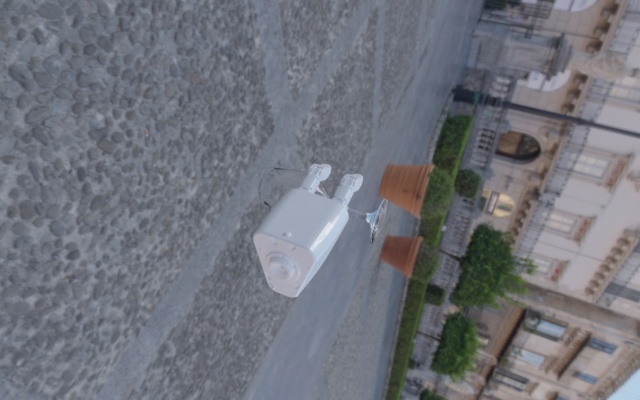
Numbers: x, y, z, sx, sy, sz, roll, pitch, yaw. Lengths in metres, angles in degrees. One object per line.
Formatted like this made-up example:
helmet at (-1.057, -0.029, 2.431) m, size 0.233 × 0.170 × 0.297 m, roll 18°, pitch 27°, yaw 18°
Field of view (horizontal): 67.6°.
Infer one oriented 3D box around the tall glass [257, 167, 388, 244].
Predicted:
tall glass at (0.001, 0.003, 0.762) m, size 0.201 × 0.079 × 0.079 m, roll 18°, pitch 5°, yaw 17°
